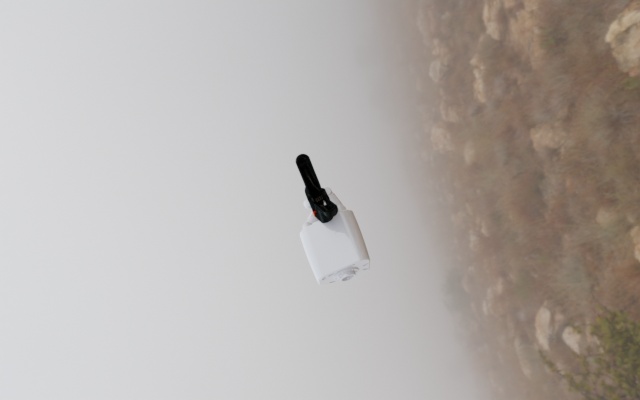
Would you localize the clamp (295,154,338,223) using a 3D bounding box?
[{"bbox_3d":[0.000,0.003,0.844,0.039,0.120,0.171,-23,-26,-2],"label":"clamp"}]
